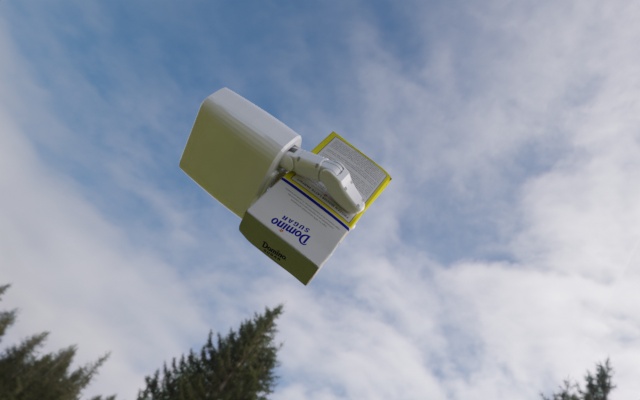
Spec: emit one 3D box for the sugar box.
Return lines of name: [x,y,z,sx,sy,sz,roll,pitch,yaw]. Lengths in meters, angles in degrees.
sugar box: [0.000,0.002,0.525,0.176,0.093,0.048,-46,-8,-41]
